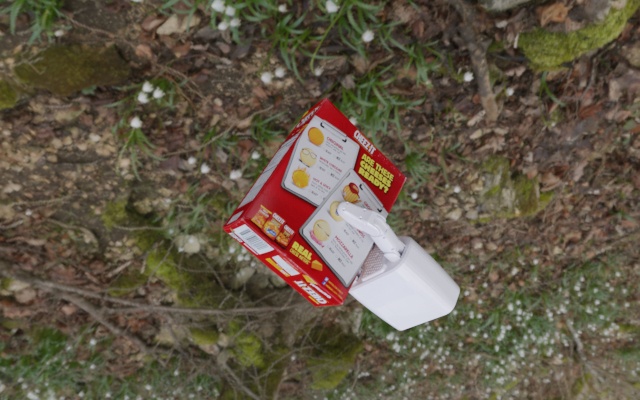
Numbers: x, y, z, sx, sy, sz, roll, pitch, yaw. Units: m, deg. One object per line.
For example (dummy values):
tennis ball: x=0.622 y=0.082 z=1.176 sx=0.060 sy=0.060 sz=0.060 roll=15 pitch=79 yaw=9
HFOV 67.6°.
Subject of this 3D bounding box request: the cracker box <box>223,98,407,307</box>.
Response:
cracker box: x=0.000 y=0.002 z=0.617 sx=0.164 sy=0.213 sz=0.072 roll=42 pitch=-33 yaw=-18
